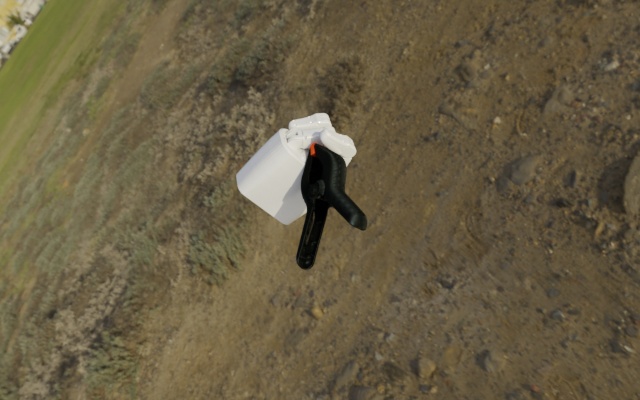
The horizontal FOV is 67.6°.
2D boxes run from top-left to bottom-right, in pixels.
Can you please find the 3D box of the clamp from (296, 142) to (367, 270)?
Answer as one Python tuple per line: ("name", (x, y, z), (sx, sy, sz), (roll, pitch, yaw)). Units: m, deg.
("clamp", (0.000, 0.002, 0.614), (0.039, 0.171, 0.120), (28, -56, -34))
